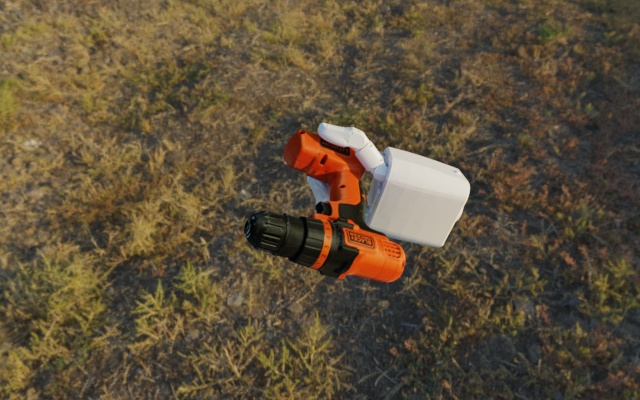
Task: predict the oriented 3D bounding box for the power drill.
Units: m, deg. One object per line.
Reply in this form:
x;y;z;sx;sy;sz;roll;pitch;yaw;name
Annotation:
0.000;0.002;0.551;0.184;0.187;0.057;18;-49;-25;power drill
